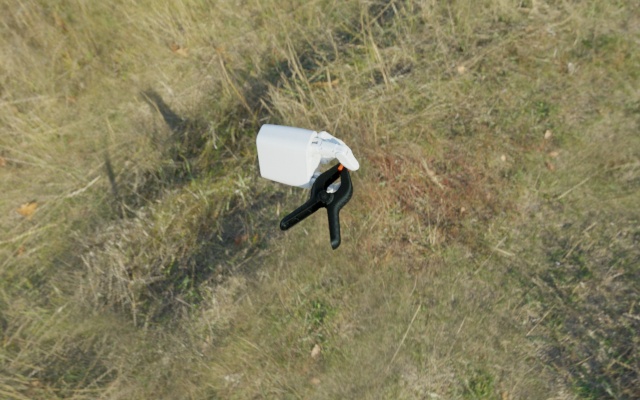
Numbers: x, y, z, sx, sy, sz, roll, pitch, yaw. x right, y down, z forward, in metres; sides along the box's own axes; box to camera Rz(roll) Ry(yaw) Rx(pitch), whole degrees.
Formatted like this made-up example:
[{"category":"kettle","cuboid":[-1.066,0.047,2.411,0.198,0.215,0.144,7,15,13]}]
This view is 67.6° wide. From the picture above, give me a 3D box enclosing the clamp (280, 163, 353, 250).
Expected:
[{"category":"clamp","cuboid":[0.000,0.002,0.877,0.120,0.171,0.039,13,-28,14]}]
